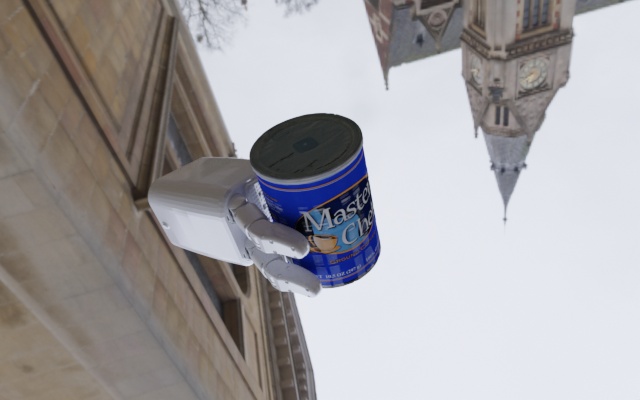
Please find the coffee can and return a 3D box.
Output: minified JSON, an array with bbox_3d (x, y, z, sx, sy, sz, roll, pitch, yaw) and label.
[{"bbox_3d":[0.000,0.001,0.465,0.103,0.140,0.102,-9,39,7],"label":"coffee can"}]
